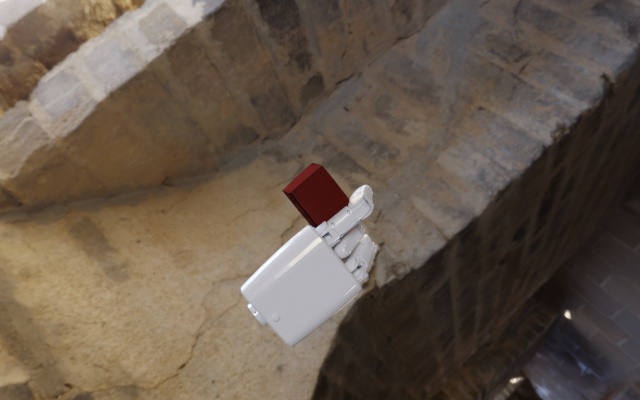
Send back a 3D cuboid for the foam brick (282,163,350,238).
[{"bbox_3d":[0.000,0.002,0.568,0.051,0.078,0.053,-40,13,-6],"label":"foam brick"}]
